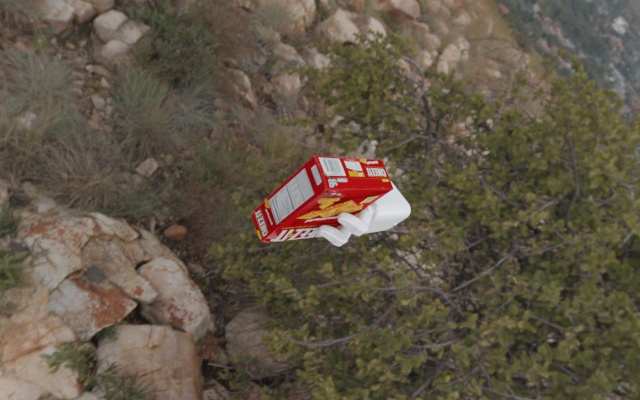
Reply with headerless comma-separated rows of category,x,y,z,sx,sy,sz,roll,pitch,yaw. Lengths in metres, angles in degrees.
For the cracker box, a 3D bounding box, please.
cracker box,0.000,0.003,0.871,0.164,0.072,0.214,-1,-27,-41
